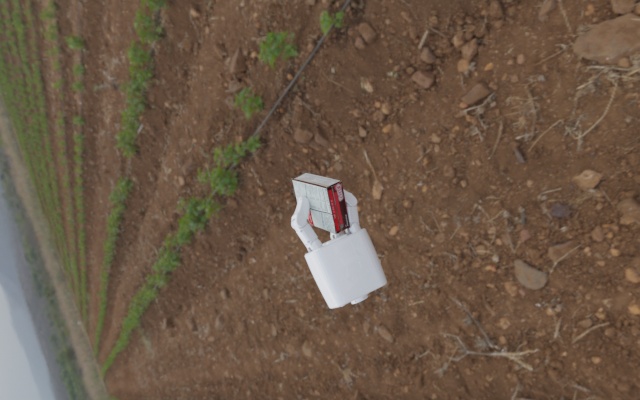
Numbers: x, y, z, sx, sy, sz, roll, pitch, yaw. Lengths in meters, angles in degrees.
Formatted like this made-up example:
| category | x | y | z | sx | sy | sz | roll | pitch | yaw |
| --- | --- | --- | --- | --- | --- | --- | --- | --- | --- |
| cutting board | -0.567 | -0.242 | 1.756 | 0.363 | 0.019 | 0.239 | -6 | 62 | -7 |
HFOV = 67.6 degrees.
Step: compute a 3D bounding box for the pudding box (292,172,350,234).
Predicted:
| category | x | y | z | sx | sy | sz | roll | pitch | yaw |
| --- | --- | --- | --- | --- | --- | --- | --- | --- | --- |
| pudding box | 0.000 | 0.003 | 0.854 | 0.039 | 0.090 | 0.113 | -24 | 24 | -33 |
